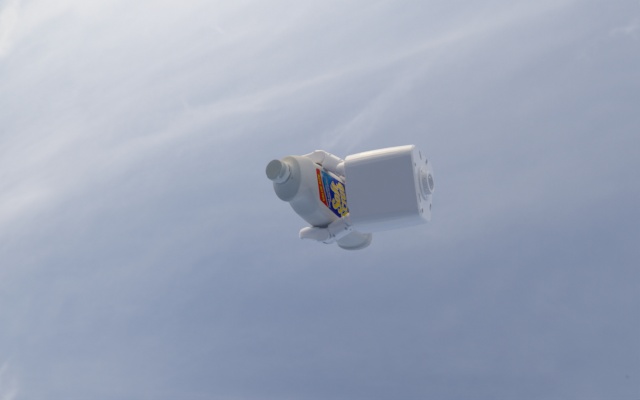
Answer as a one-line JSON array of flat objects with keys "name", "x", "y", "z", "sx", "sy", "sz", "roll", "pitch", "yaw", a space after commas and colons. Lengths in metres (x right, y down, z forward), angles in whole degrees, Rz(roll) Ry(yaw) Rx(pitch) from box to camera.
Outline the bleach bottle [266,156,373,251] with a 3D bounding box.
[{"name": "bleach bottle", "x": 0.000, "y": 0.002, "z": 0.746, "sx": 0.068, "sy": 0.102, "sz": 0.251, "roll": -9, "pitch": -22, "yaw": 30}]
